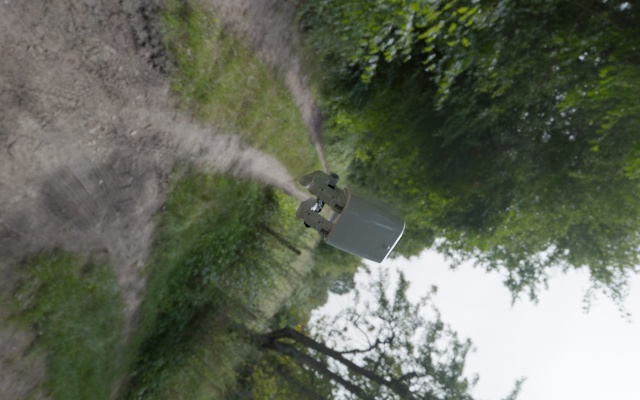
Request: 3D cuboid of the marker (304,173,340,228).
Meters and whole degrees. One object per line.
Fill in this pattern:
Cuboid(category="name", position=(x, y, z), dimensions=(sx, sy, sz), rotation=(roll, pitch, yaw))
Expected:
Cuboid(category="marker", position=(0.000, 0.003, 0.849), dimensions=(0.020, 0.121, 0.020), rotation=(20, 33, -14))
